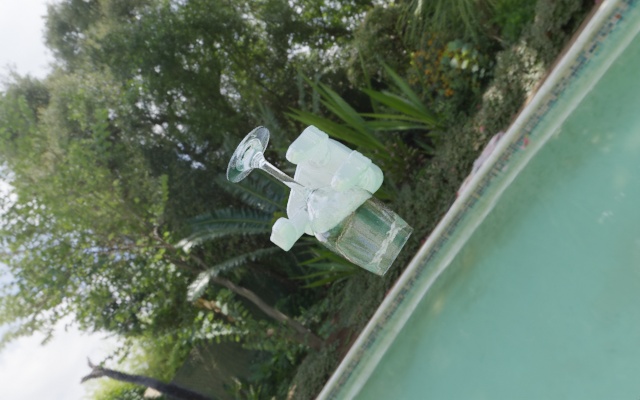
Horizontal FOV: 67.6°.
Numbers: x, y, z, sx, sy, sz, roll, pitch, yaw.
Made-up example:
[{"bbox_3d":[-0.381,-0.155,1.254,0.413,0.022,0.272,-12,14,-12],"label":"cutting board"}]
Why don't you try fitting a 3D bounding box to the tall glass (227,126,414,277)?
[{"bbox_3d":[-0.001,0.001,0.522,0.201,0.079,0.079,33,7,10],"label":"tall glass"}]
